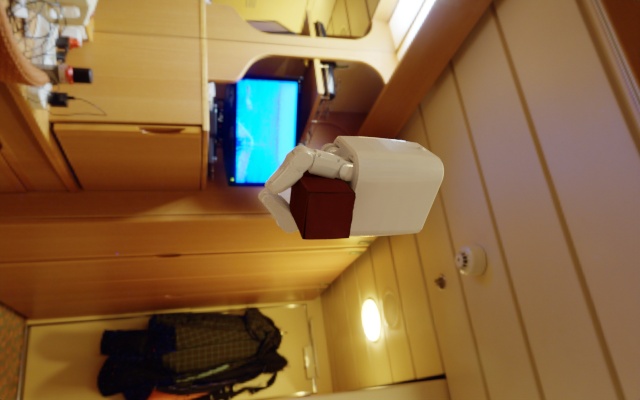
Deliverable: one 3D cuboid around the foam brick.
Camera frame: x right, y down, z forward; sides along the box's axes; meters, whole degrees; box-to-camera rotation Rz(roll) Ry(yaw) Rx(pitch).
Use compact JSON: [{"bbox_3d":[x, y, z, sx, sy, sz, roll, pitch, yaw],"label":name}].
[{"bbox_3d":[0.000,0.002,0.509,0.051,0.053,0.078,2,23,-15],"label":"foam brick"}]
